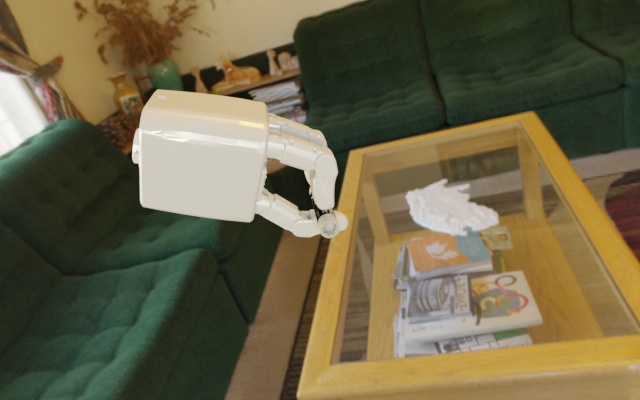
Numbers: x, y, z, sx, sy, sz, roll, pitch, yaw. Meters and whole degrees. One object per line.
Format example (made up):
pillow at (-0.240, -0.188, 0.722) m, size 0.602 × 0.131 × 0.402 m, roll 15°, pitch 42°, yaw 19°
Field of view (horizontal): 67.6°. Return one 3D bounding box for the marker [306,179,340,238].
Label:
marker at (0.000, 0.002, 0.494) m, size 0.020 × 0.020 × 0.121 m, roll 0°, pitch 25°, yaw -9°
